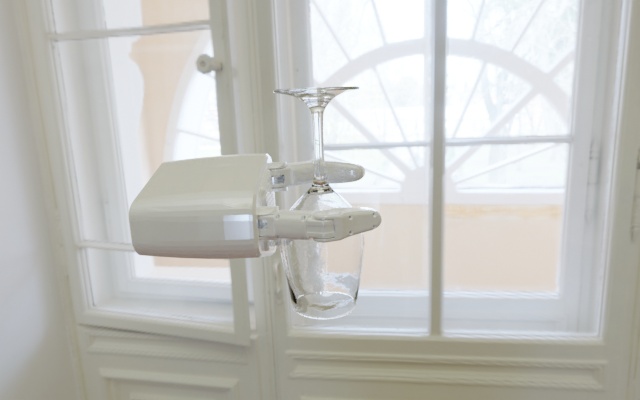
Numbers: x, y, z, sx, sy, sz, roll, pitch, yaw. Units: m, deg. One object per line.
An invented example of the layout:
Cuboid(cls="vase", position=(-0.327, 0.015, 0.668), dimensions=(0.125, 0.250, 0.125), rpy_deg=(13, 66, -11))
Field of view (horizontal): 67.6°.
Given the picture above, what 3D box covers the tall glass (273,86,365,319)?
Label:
Cuboid(cls="tall glass", position=(0.000, 0.001, 0.430), dimensions=(0.079, 0.201, 0.079), rpy_deg=(-2, 13, 1))
